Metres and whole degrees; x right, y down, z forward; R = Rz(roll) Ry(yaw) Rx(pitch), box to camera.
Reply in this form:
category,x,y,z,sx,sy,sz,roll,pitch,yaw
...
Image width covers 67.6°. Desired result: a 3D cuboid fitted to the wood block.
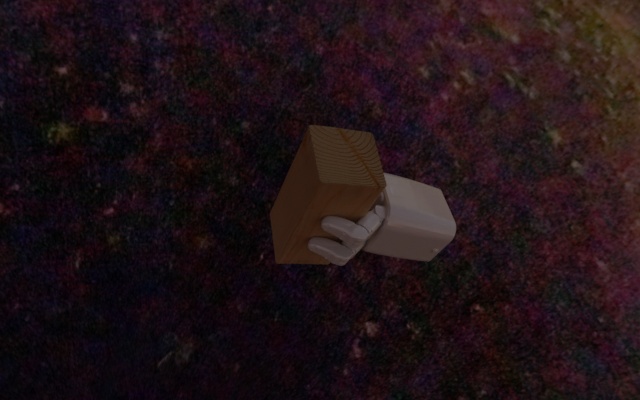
category,x,y,z,sx,sy,sz,roll,pitch,yaw
wood block,0.000,0.002,0.660,0.090,0.090,0.206,4,-35,-20
